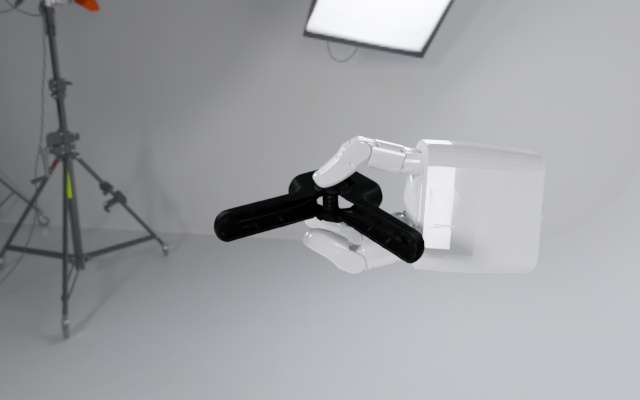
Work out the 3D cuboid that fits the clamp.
[{"bbox_3d":[0.000,0.001,0.451,0.164,0.036,0.210,5,18,0],"label":"clamp"}]
